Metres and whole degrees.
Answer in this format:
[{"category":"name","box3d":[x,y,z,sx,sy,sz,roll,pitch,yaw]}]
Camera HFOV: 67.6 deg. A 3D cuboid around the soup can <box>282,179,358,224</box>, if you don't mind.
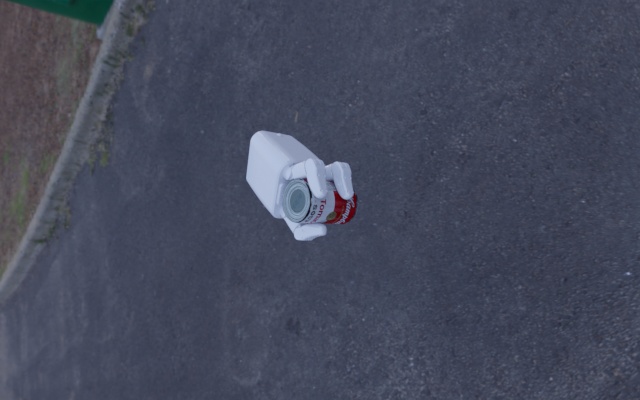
[{"category":"soup can","box3d":[0.000,0.003,0.742,0.102,0.068,0.068,4,-3,-43]}]
